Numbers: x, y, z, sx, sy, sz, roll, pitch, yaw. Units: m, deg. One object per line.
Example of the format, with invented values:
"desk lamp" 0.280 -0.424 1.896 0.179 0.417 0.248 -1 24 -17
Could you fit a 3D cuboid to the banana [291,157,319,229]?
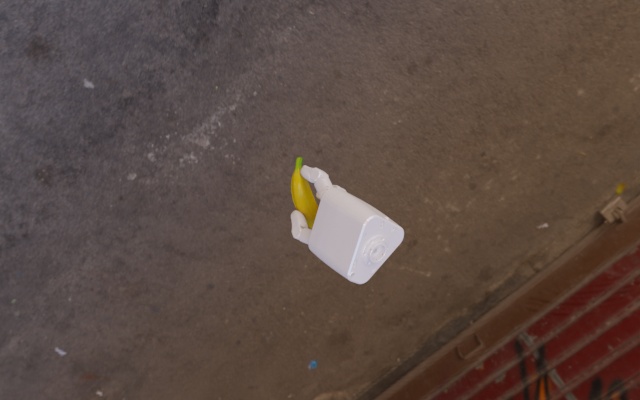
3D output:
"banana" -0.010 0.014 0.873 0.037 0.069 0.198 13 -35 35
